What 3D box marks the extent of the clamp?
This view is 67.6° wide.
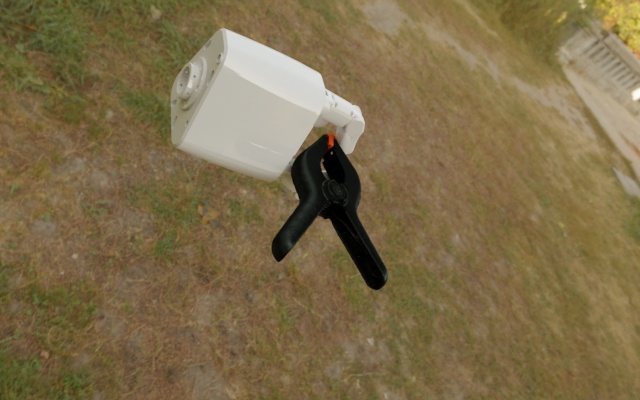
[{"bbox_3d":[0.001,0.001,0.462,0.120,0.171,0.039,18,-45,-38],"label":"clamp"}]
